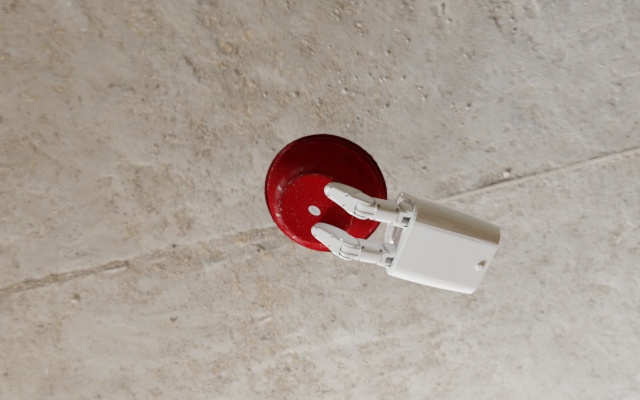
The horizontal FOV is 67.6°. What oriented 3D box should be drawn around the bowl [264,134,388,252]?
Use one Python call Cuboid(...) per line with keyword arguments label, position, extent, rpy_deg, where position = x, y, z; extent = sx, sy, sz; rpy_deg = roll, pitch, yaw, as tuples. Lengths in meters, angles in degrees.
Cuboid(label="bowl", position=(-0.001, 0.002, 0.592), extent=(0.162, 0.162, 0.055), rpy_deg=(0, 20, 12))
